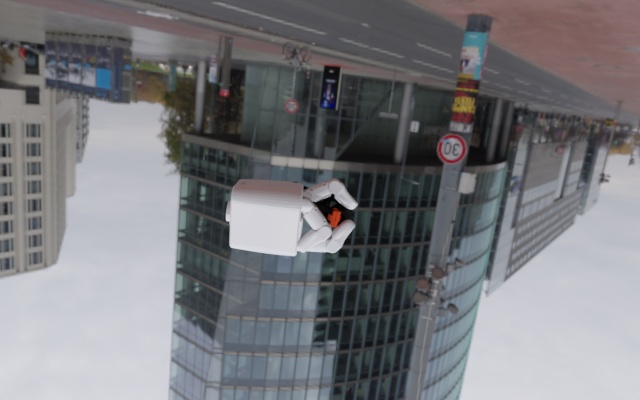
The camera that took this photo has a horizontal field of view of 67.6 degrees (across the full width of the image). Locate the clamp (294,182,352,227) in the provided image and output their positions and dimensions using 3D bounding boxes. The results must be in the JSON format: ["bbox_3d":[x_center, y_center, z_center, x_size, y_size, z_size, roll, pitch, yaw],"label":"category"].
[{"bbox_3d":[0.000,0.003,0.828,0.120,0.039,0.171,6,12,-2],"label":"clamp"}]
